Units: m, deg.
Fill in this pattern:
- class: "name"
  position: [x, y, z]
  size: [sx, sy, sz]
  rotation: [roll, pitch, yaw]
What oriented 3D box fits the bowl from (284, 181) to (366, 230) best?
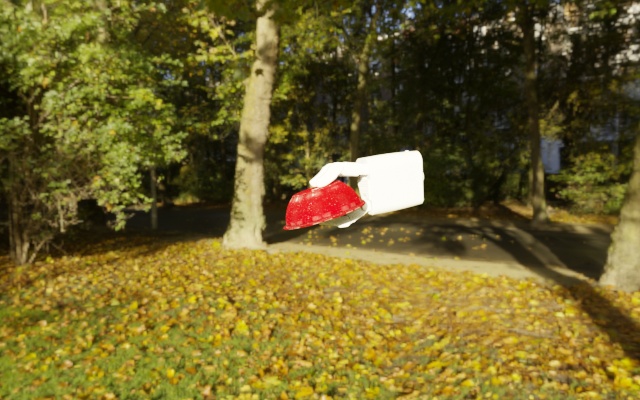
- class: "bowl"
  position: [-0.001, 0.003, 0.889]
  size: [0.162, 0.055, 0.162]
  rotation: [-18, 6, 2]
